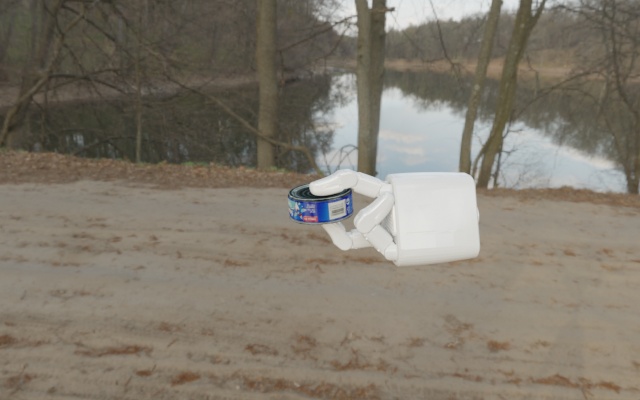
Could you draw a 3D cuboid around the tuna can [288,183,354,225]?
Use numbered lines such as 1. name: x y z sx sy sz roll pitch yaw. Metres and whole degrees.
1. tuna can: 0.000 0.002 0.628 0.086 0.034 0.086 -4 17 1
